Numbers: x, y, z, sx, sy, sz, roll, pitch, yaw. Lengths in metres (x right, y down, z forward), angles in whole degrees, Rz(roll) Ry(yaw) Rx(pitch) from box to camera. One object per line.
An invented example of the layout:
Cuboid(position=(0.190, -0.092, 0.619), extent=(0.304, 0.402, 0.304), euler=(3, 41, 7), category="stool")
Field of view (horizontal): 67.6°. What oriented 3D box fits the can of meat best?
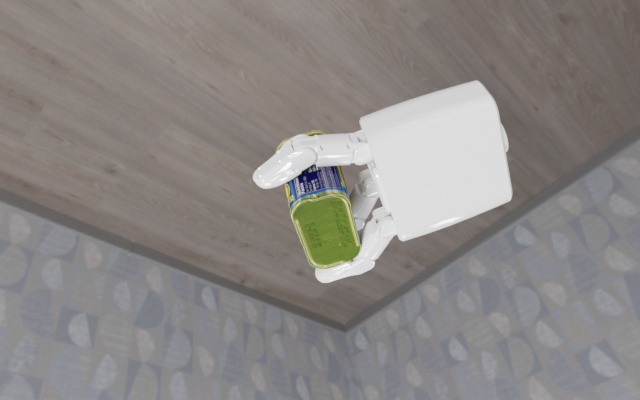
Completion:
Cuboid(position=(0.000, 0.002, 0.446), extent=(0.057, 0.083, 0.102), euler=(-16, -45, 2), category="can of meat")
